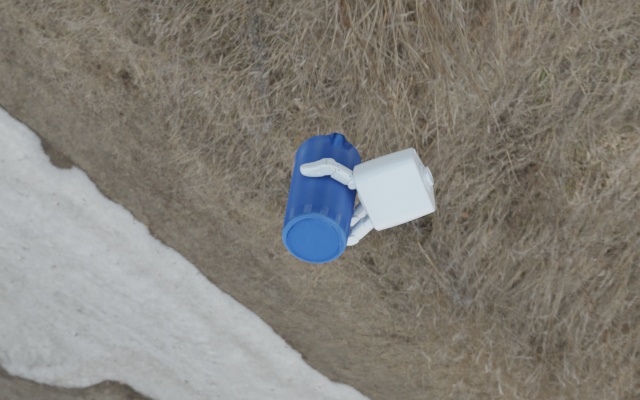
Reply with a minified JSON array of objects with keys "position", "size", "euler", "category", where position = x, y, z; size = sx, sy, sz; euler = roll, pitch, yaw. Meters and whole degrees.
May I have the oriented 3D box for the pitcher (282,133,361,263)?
[{"position":[0.000,0.003,0.868],"size":[0.145,0.149,0.242],"euler":[-19,32,21],"category":"pitcher"}]
